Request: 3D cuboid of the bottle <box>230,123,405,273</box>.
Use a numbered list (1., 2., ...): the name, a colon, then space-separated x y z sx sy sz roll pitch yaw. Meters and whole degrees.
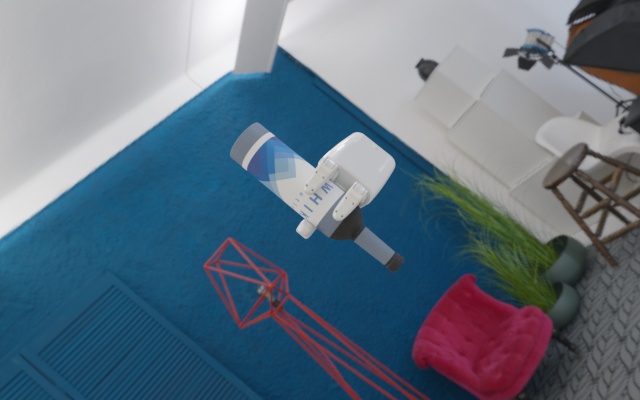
1. bottle: 0.000 0.002 0.703 0.295 0.069 0.069 39 4 5
